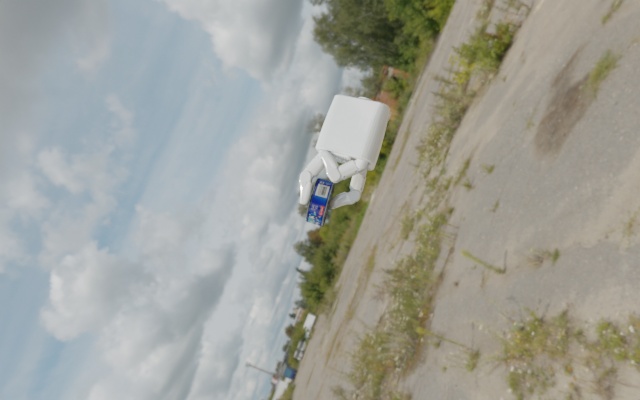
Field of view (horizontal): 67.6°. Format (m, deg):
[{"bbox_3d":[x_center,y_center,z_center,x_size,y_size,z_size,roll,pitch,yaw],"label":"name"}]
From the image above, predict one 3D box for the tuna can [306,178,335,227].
[{"bbox_3d":[0.000,0.003,0.880,0.034,0.086,0.086,15,1,4],"label":"tuna can"}]
